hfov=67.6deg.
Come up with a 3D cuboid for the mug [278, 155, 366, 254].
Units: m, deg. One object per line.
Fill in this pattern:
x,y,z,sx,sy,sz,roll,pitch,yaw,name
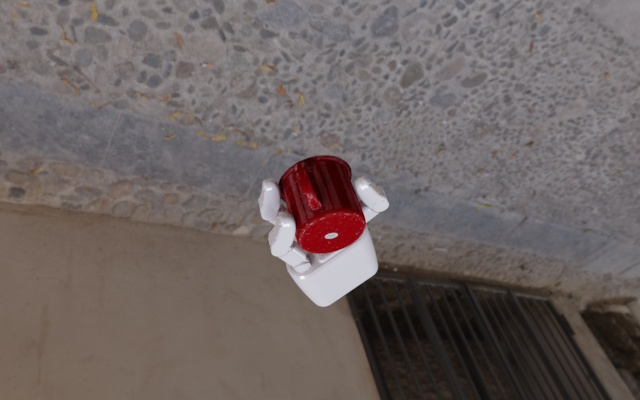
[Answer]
0.000,0.001,0.545,0.093,0.081,0.117,-22,-37,5,mug
